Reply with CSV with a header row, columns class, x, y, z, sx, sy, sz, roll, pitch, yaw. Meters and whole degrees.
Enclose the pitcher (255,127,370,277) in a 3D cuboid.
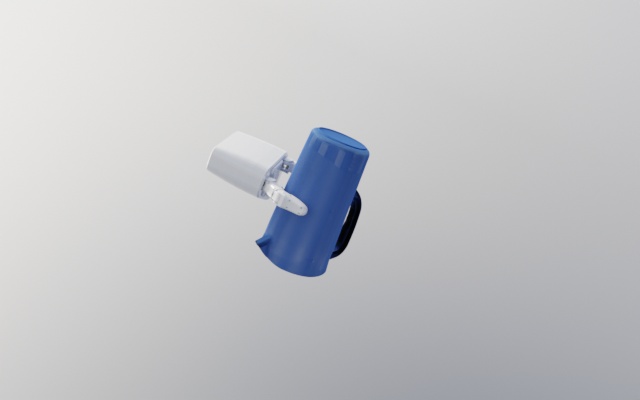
class,x,y,z,sx,sy,sz,roll,pitch,yaw
pitcher,0.000,0.003,0.842,0.145,0.243,0.149,26,17,8
